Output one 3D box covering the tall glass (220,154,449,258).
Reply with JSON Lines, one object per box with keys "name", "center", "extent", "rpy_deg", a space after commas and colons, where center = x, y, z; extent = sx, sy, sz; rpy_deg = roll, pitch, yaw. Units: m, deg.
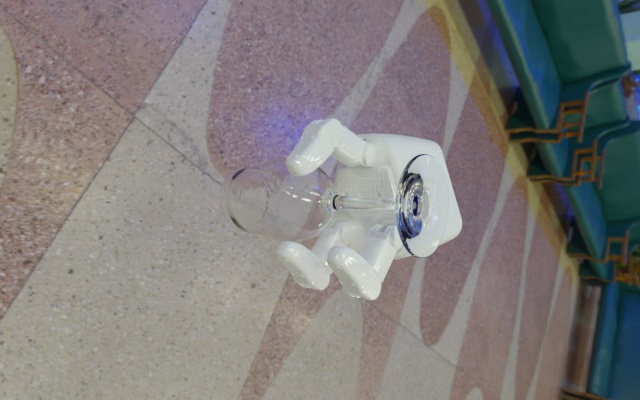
{"name": "tall glass", "center": [0.000, 0.001, 0.405], "extent": [0.201, 0.079, 0.079], "rpy_deg": [2, 1, 41]}
